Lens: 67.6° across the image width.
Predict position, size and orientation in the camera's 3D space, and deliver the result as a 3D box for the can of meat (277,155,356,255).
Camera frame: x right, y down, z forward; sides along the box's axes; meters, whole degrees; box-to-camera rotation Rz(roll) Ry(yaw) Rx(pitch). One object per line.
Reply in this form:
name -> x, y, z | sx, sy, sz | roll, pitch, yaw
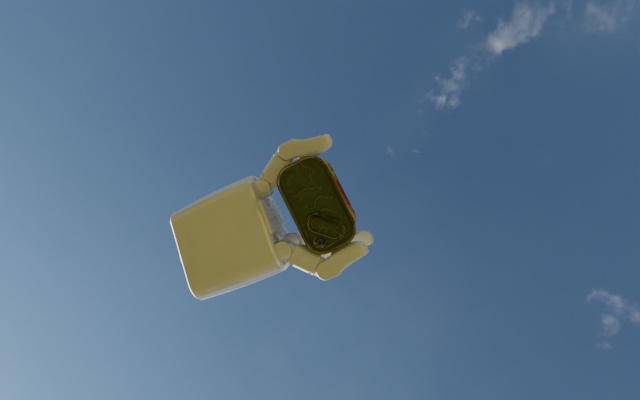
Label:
can of meat -> 0.000, 0.002, 0.536 | 0.057, 0.102, 0.084 | -26, 2, 8
